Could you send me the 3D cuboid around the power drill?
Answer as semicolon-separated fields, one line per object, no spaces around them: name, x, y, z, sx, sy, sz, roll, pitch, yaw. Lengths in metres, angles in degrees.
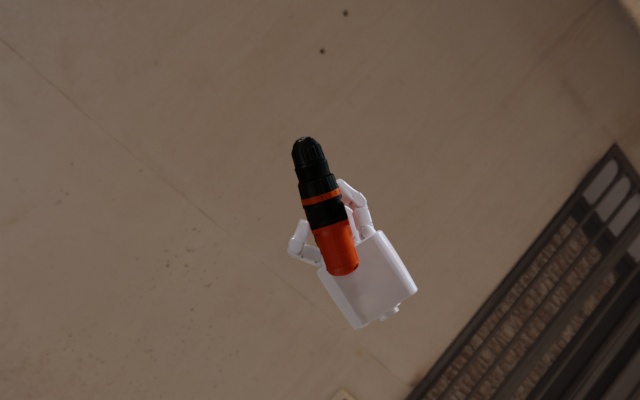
power drill;0.000;0.002;0.678;0.057;0.184;0.187;-16;6;0
